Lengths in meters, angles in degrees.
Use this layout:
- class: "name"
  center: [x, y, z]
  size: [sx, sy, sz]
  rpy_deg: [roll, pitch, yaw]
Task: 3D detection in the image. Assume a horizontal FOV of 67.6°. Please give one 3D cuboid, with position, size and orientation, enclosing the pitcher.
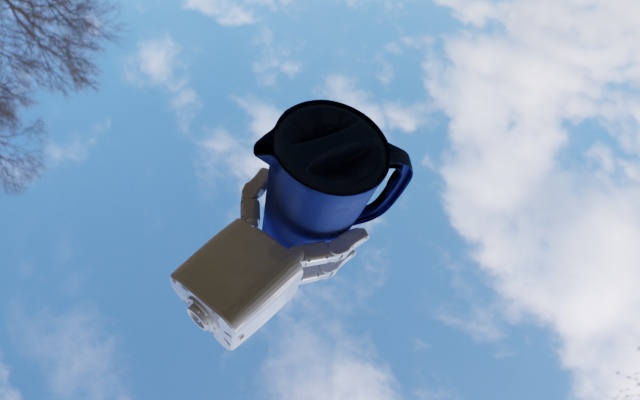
- class: "pitcher"
  center: [0.000, 0.002, 0.610]
  size: [0.145, 0.149, 0.243]
  rpy_deg: [-43, -15, -32]
